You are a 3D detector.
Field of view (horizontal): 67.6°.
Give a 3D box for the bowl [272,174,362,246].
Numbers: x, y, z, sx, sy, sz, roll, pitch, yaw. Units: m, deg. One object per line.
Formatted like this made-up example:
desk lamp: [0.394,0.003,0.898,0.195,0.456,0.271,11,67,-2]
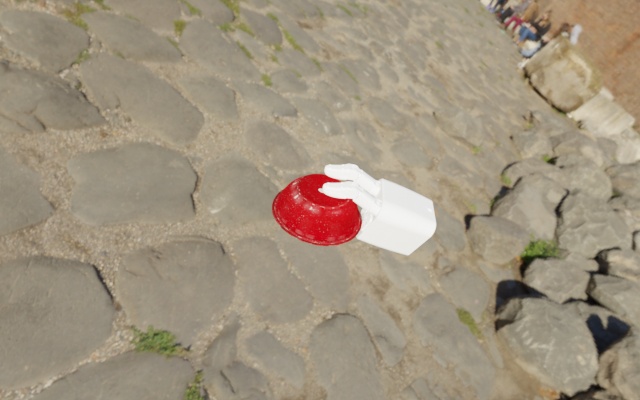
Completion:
bowl: [-0.001,0.002,0.820,0.162,0.055,0.162,9,38,-8]
